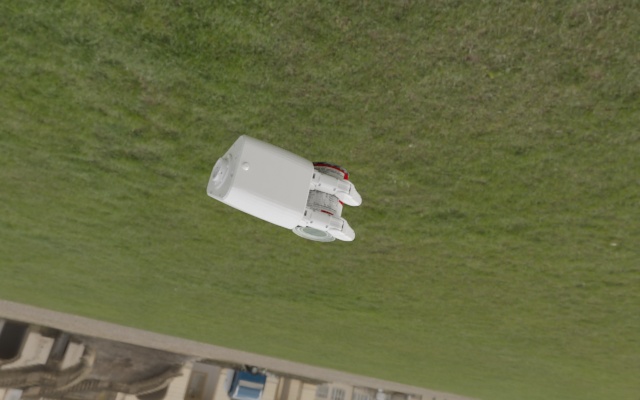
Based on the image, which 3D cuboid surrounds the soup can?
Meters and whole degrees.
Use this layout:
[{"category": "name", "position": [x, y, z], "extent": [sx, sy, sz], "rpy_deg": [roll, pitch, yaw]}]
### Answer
[{"category": "soup can", "position": [0.000, 0.003, 0.708], "extent": [0.068, 0.102, 0.068], "rpy_deg": [11, -19, 4]}]
